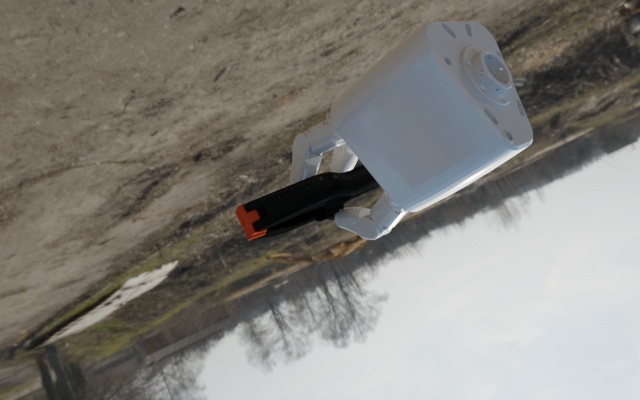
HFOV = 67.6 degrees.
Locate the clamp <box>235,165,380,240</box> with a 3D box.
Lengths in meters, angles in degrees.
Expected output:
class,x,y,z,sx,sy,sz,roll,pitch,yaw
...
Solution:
class,x,y,z,sx,sy,sz,roll,pitch,yaw
clamp,0.000,0.002,0.472,0.210,0.036,0.165,-19,-12,-41
